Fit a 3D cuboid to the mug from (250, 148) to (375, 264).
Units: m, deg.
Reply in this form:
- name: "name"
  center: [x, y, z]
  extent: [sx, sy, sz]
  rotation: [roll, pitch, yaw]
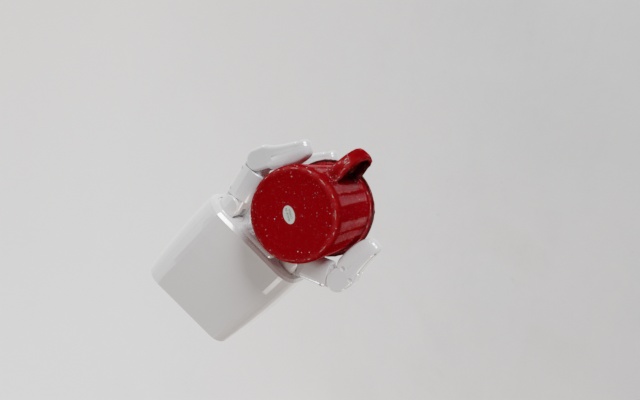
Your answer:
- name: "mug"
  center: [0.001, 0.000, 0.413]
  extent: [0.117, 0.093, 0.081]
  rotation: [-45, -13, 18]
